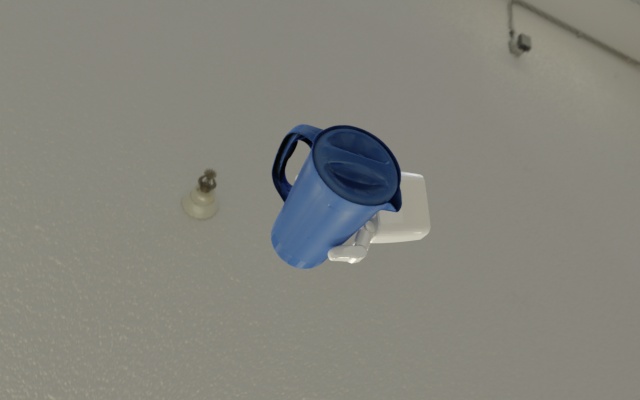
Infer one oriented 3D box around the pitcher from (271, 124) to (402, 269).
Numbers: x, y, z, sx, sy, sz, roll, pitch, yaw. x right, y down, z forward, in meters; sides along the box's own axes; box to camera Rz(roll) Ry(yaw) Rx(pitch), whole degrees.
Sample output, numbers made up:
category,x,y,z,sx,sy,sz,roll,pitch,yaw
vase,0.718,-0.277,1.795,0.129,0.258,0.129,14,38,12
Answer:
category,x,y,z,sx,sy,sz,roll,pitch,yaw
pitcher,0.000,0.002,0.727,0.145,0.149,0.243,0,-31,-26
